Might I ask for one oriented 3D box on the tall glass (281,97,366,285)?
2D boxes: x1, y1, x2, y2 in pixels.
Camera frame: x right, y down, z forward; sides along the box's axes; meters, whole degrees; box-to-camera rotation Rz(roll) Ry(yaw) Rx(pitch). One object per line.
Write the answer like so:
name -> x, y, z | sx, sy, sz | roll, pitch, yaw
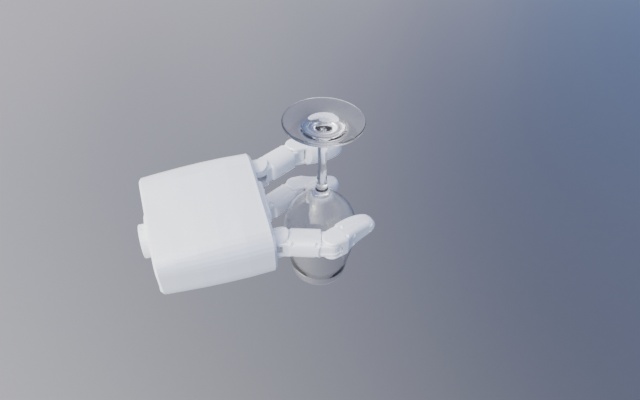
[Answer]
tall glass -> 0.000, 0.001, 0.485 | 0.079, 0.201, 0.079 | 1, 44, -1
